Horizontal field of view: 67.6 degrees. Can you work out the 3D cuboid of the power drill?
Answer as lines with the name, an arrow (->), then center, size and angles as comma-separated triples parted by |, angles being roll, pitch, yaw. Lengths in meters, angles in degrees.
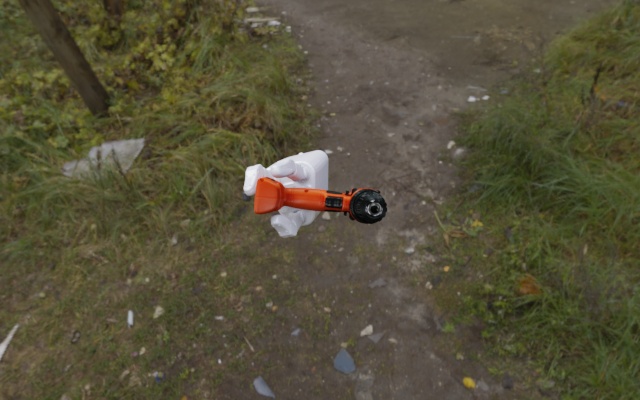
power drill -> 0.000, 0.002, 0.706 | 0.187, 0.057, 0.184 | 7, 0, -2
